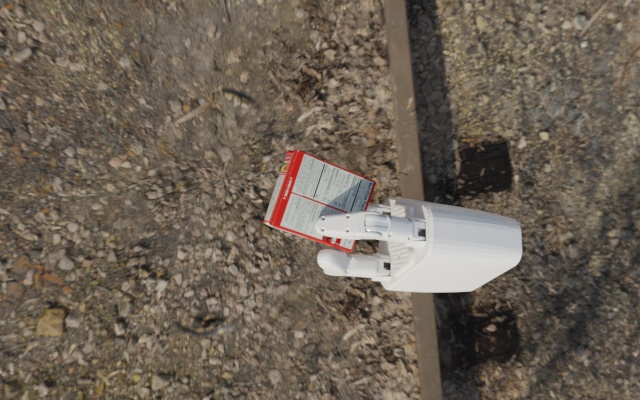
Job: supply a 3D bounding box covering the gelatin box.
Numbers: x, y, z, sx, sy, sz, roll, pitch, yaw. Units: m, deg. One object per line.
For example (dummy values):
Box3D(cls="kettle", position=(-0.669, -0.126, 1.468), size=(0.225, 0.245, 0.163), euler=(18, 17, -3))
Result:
Box3D(cls="gelatin box", position=(0.000, 0.001, 0.450), size=(0.089, 0.073, 0.030), euler=(20, -4, -23))
